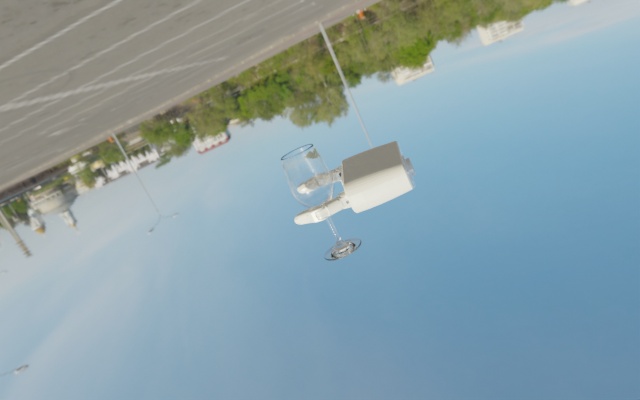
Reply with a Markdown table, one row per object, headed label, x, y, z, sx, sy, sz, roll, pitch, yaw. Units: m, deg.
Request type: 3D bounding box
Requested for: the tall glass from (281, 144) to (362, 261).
| label | x | y | z | sx | sy | sz | roll | pitch | yaw |
| --- | --- | --- | --- | --- | --- | --- | --- | --- | --- |
| tall glass | 0.000 | 0.003 | 0.845 | 0.079 | 0.201 | 0.079 | -24 | 15 | 7 |
